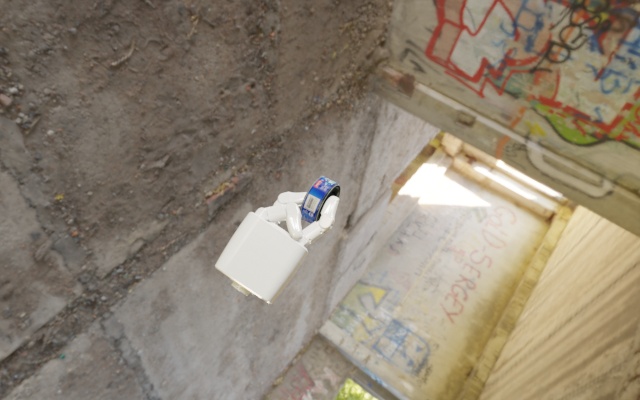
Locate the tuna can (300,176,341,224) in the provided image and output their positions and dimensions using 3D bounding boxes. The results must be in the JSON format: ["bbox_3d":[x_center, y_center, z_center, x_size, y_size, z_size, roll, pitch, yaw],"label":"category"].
[{"bbox_3d":[0.001,0.003,0.829,0.033,0.086,0.086,27,9,17],"label":"tuna can"}]
